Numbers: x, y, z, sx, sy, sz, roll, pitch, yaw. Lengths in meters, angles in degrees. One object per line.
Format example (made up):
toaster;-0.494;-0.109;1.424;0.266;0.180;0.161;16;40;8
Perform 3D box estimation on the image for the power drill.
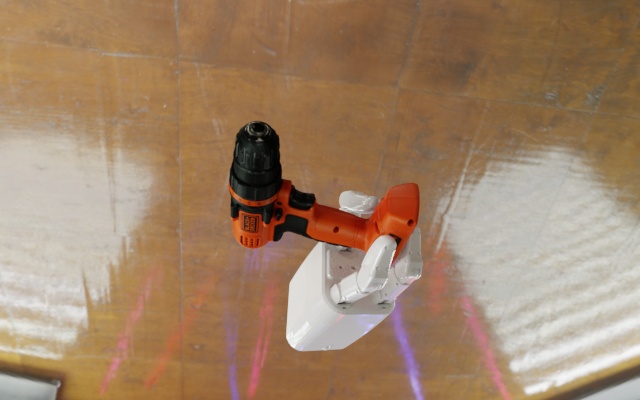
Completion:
power drill;0.000;0.002;0.486;0.187;0.057;0.185;12;-34;-2
